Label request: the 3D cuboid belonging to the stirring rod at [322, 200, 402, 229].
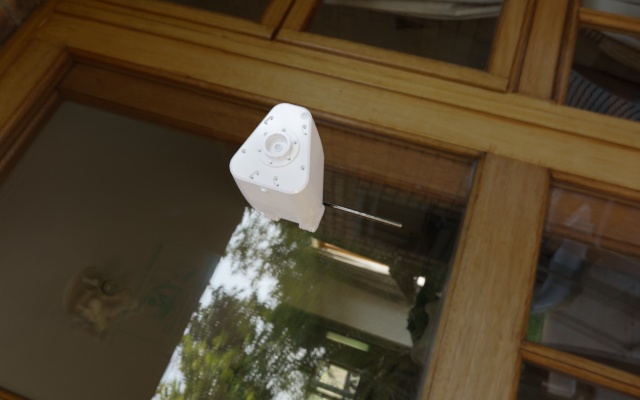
[{"bbox_3d":[0.000,0.002,0.692,0.239,0.011,0.011,16,3,11],"label":"stirring rod"}]
